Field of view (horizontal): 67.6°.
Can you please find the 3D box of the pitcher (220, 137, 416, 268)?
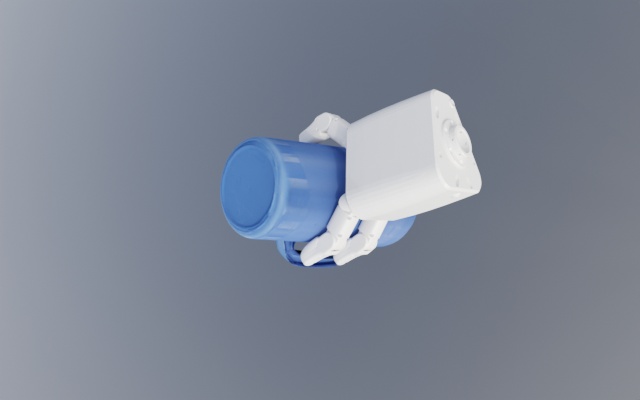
[{"bbox_3d":[0.000,0.002,0.586,0.145,0.149,0.243,-18,-15,40],"label":"pitcher"}]
